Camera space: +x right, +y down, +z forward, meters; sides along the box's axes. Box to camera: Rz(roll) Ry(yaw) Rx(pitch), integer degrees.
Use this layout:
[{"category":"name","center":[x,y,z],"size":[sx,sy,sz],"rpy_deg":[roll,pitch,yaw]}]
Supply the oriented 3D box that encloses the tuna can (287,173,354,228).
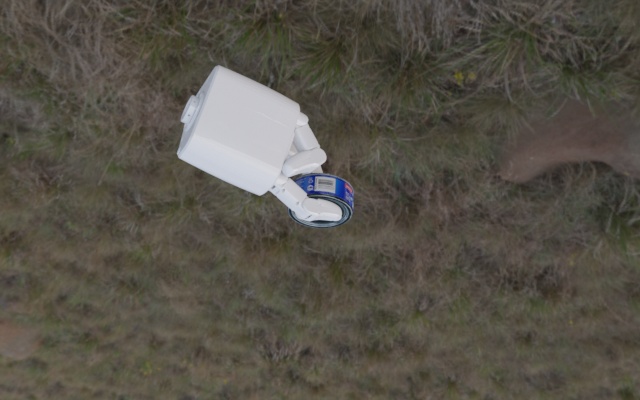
[{"category":"tuna can","center":[0.000,0.003,0.617],"size":[0.086,0.033,0.086],"rpy_deg":[2,-32,1]}]
